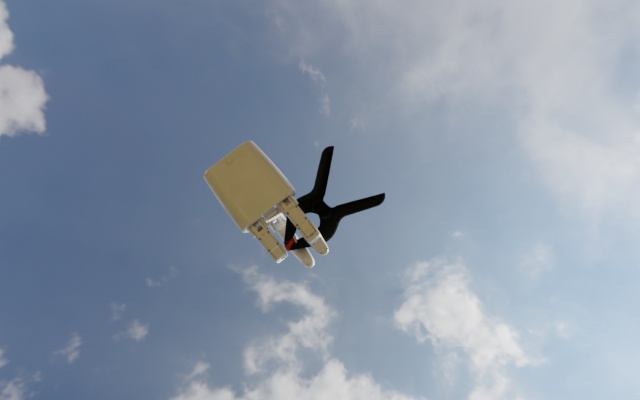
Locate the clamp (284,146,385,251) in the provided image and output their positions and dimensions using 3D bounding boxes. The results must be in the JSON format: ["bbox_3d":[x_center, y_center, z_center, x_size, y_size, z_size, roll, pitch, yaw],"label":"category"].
[{"bbox_3d":[0.000,0.003,0.731,0.171,0.120,0.039,-38,-8,-6],"label":"clamp"}]
